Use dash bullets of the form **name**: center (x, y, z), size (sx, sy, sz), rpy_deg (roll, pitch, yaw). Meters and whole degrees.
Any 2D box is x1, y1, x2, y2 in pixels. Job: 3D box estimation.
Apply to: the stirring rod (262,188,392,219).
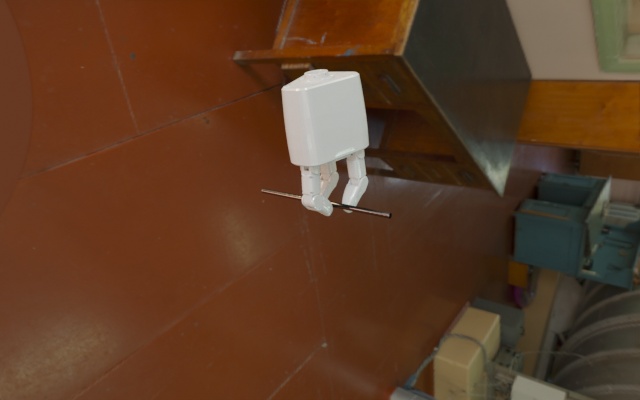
- **stirring rod**: center (0.000, 0.002, 0.721), size (0.239, 0.011, 0.011), rpy_deg (11, 7, 36)
